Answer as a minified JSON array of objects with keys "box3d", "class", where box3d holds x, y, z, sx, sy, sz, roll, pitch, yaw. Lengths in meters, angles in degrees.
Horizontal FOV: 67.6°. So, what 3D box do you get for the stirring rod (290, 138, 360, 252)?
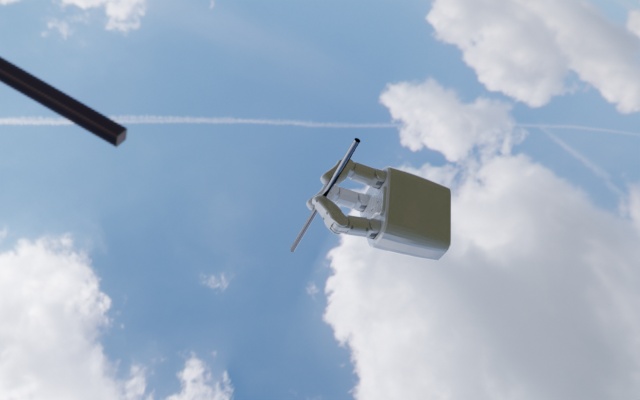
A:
[{"box3d":[0.000,0.002,0.656,0.011,0.011,0.240,0,-38,-28],"class":"stirring rod"}]
